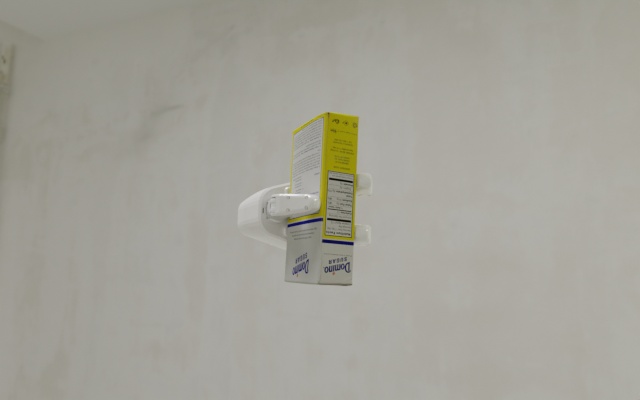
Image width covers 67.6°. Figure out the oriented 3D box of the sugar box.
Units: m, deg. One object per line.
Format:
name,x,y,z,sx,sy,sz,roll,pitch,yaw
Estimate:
sugar box,0.001,0.002,0.516,0.048,0.176,0.093,4,-8,-25
